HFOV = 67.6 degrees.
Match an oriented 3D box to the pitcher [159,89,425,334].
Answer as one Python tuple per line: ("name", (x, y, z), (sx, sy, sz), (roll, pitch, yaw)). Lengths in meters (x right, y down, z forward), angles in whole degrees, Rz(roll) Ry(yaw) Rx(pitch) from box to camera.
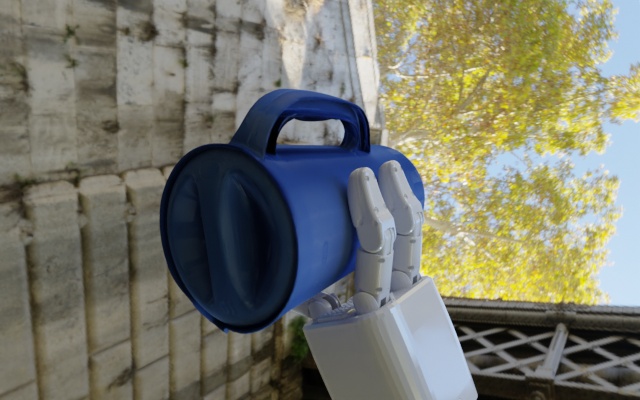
("pitcher", (0.000, 0.002, 0.414), (0.149, 0.145, 0.243), (-27, -7, 35))
